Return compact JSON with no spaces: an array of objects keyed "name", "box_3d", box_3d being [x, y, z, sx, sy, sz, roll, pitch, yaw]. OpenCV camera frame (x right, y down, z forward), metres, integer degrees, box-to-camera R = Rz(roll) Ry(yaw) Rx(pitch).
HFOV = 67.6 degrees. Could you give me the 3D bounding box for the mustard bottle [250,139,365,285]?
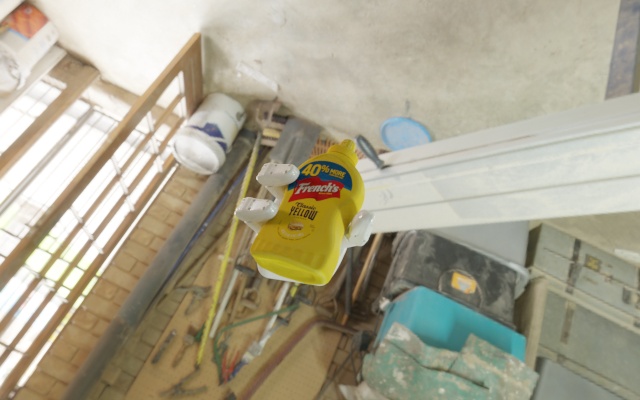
[{"name":"mustard bottle","box_3d":[0.000,0.002,0.569,0.096,0.191,0.058,11,-33,26]}]
